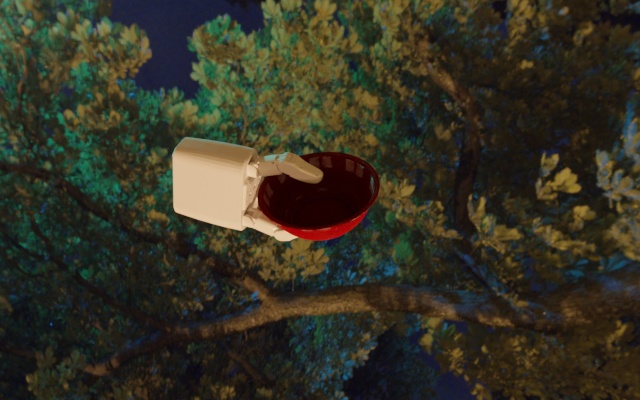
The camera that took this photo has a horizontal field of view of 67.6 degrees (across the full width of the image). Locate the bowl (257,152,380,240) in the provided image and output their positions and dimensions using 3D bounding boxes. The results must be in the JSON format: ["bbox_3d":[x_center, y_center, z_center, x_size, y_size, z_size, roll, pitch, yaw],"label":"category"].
[{"bbox_3d":[0.001,0.003,0.639,0.162,0.055,0.162,-6,40,5],"label":"bowl"}]
